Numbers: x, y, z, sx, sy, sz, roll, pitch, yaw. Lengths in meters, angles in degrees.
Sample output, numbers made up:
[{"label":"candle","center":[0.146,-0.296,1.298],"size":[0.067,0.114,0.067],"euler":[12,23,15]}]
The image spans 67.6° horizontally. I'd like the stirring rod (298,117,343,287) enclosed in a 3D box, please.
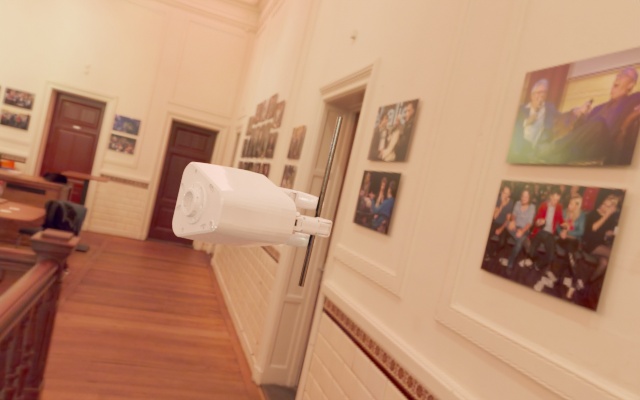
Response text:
[{"label":"stirring rod","center":[0.000,0.002,0.663],"size":[0.011,0.239,0.011],"euler":[13,1,0]}]
